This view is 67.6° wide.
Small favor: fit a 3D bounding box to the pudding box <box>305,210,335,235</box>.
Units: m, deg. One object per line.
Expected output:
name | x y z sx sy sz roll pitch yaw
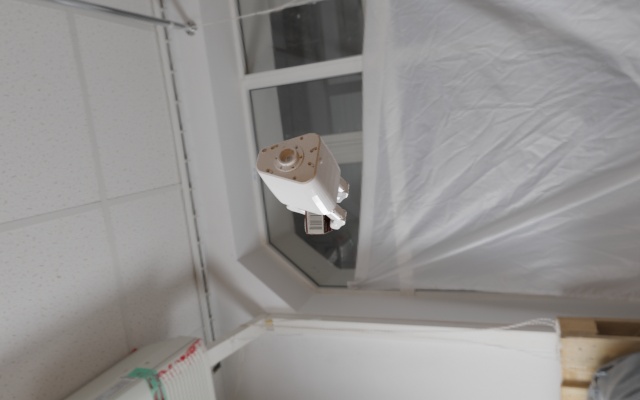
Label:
pudding box | 0.000 0.003 0.882 0.039 0.113 0.090 0 2 16
